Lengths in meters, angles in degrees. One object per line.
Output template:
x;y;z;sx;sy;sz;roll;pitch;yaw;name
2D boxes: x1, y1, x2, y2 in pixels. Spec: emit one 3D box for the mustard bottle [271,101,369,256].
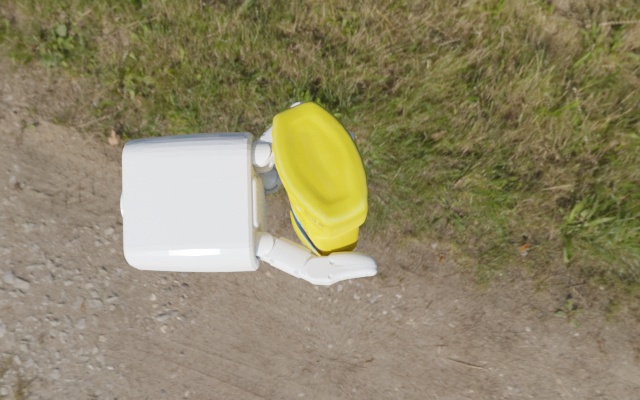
0.000;0.001;0.414;0.058;0.096;0.192;-25;-17;-7;mustard bottle
